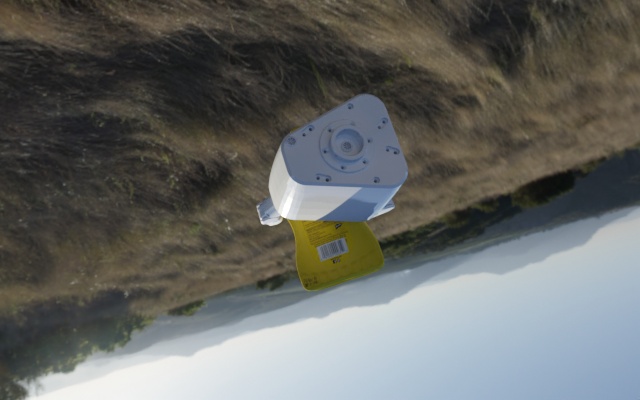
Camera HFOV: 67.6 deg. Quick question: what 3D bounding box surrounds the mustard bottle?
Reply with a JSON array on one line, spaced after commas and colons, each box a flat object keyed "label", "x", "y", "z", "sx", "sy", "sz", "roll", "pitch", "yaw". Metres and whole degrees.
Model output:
[{"label": "mustard bottle", "x": 0.000, "y": 0.002, "z": 0.559, "sx": 0.096, "sy": 0.191, "sz": 0.058, "roll": -20, "pitch": -13, "yaw": 9}]
